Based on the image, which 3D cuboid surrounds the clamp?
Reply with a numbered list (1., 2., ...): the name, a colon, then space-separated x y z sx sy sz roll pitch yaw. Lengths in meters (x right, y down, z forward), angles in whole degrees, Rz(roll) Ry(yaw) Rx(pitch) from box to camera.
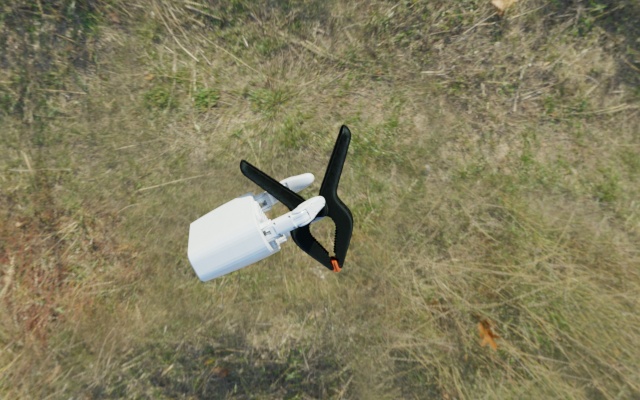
1. clamp: 0.000 0.003 0.695 0.164 0.210 0.036 -25 13 3
